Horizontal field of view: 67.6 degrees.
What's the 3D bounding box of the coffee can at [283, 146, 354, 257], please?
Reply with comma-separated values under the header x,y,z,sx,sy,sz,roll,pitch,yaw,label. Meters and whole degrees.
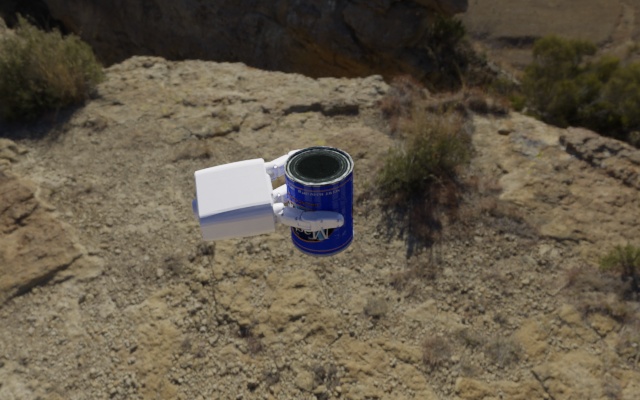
x,y,z,sx,sy,sz,roll,pitch,yaw,label
0.000,0.003,0.737,0.103,0.140,0.102,-2,38,2,coffee can
